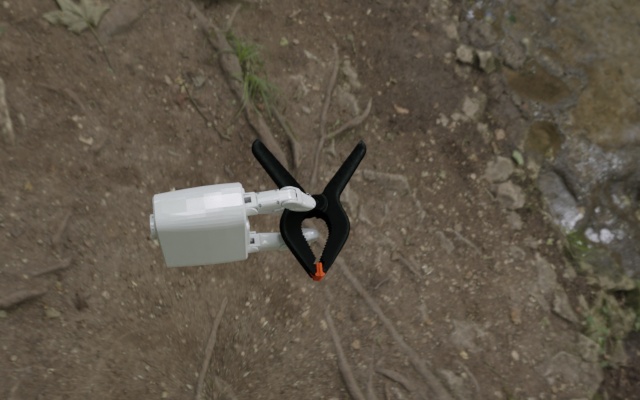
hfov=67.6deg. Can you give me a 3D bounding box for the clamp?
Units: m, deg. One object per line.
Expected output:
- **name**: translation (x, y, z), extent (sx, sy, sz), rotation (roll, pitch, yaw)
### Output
- **clamp**: translation (0.000, 0.002, 0.653), extent (0.164, 0.210, 0.036), rotation (-7, -21, -10)
